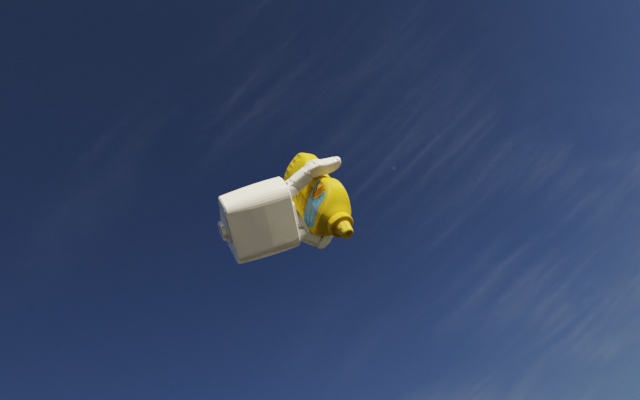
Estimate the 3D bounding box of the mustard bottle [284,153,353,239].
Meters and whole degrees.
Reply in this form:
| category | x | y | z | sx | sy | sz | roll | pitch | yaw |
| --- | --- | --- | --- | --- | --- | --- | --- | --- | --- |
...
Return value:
| category | x | y | z | sx | sy | sz | roll | pitch | yaw |
| --- | --- | --- | --- | --- | --- | --- | --- | --- | --- |
| mustard bottle | 0.000 | 0.002 | 0.791 | 0.058 | 0.096 | 0.191 | 6 | 27 | -33 |
